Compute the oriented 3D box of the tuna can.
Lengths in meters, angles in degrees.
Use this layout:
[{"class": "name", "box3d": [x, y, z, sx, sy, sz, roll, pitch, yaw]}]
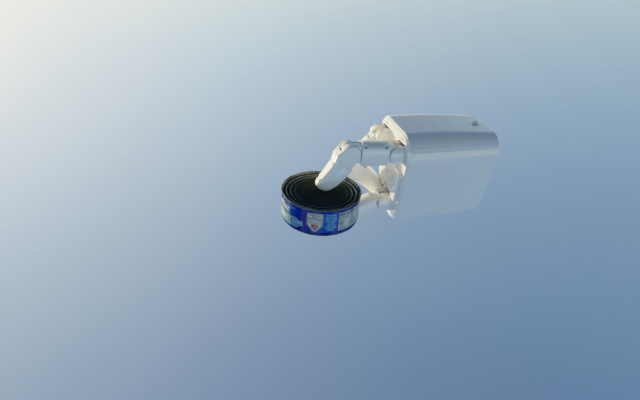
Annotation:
[{"class": "tuna can", "box3d": [0.000, 0.002, 0.517, 0.086, 0.034, 0.086, 3, 31, -2]}]
